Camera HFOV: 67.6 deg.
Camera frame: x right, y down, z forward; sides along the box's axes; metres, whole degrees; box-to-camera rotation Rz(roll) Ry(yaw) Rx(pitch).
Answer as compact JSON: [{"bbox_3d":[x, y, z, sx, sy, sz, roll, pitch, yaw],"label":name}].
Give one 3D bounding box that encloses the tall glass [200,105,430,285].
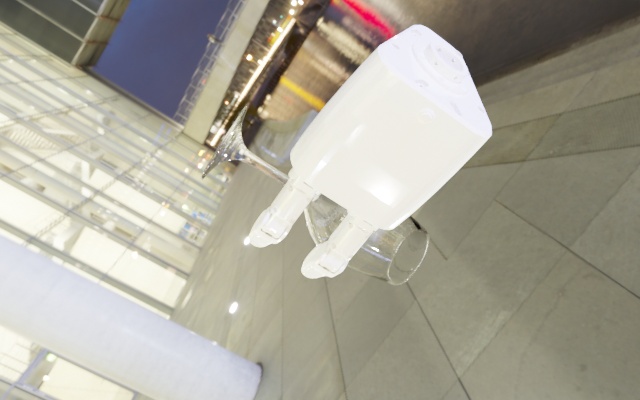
[{"bbox_3d":[-0.001,0.001,0.427,0.201,0.079,0.079,32,-8,-13],"label":"tall glass"}]
